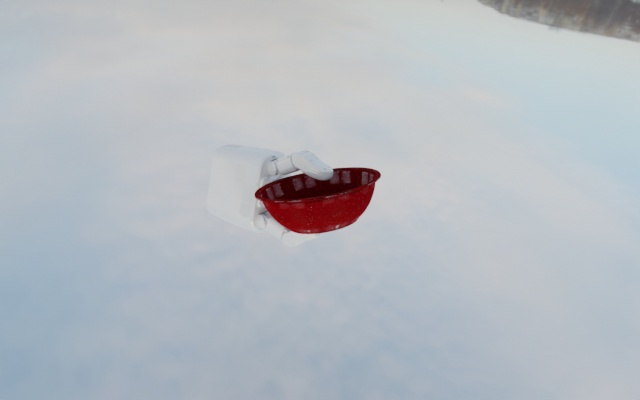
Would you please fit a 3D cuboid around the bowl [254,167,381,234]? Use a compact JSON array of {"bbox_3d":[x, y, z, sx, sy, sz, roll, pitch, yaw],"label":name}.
[{"bbox_3d":[0.001,0.003,0.609,0.162,0.055,0.162,-9,14,2],"label":"bowl"}]
